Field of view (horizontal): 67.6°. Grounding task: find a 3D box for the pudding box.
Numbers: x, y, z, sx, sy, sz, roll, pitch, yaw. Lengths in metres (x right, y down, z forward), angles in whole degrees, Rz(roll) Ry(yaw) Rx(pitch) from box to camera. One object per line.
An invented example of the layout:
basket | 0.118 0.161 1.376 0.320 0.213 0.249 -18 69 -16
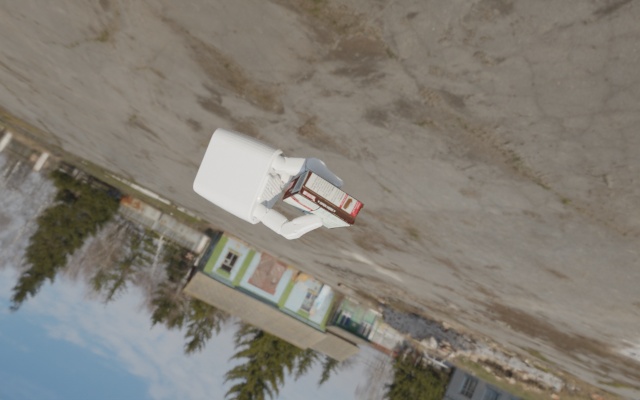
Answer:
pudding box | 0.000 0.002 0.679 0.090 0.039 0.113 31 -11 -11
